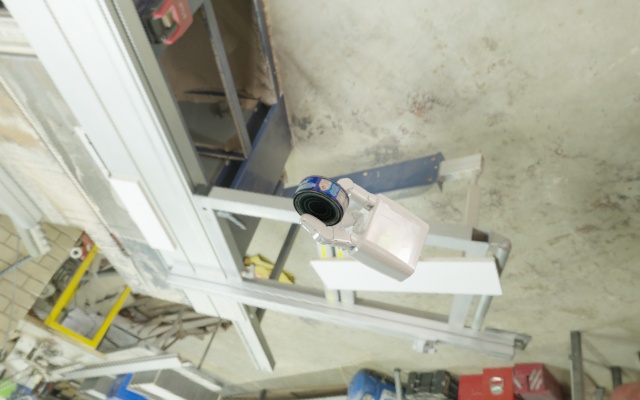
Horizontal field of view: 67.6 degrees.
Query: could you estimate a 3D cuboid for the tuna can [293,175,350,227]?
[{"bbox_3d":[0.000,0.003,0.753,0.086,0.033,0.086,15,-39,13],"label":"tuna can"}]
